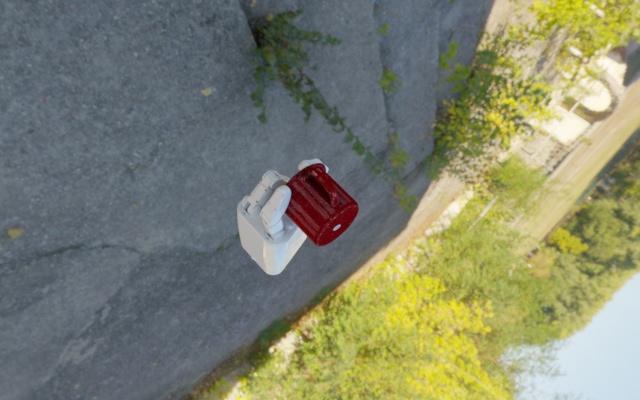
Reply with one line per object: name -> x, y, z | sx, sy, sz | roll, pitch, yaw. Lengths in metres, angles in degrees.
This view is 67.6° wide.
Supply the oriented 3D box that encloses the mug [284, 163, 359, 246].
mug -> 0.000, 0.001, 0.651 | 0.093, 0.081, 0.117 | -34, -23, -26
